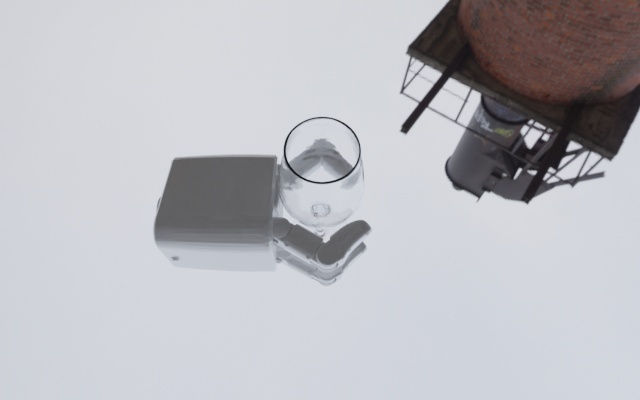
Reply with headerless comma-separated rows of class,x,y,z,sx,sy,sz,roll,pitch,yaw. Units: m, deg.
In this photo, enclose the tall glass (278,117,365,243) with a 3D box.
tall glass,0.000,0.002,0.465,0.079,0.079,0.201,0,-25,-1
